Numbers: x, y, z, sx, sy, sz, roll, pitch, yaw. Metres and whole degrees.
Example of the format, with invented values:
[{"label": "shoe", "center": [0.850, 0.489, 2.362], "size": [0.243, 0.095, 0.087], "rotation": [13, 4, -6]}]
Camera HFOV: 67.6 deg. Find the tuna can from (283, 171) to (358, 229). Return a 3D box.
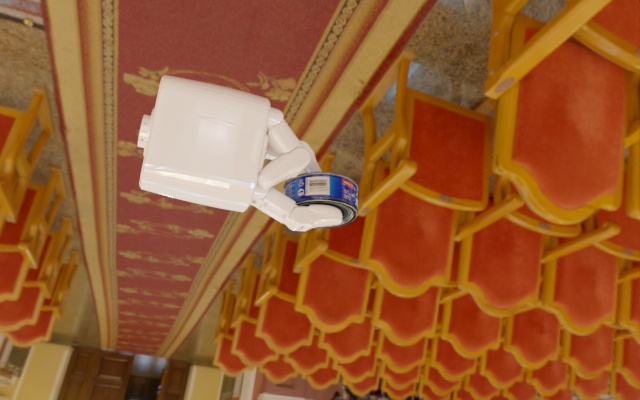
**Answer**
[{"label": "tuna can", "center": [0.000, 0.002, 0.539], "size": [0.086, 0.033, 0.086], "rotation": [0, -24, 0]}]
